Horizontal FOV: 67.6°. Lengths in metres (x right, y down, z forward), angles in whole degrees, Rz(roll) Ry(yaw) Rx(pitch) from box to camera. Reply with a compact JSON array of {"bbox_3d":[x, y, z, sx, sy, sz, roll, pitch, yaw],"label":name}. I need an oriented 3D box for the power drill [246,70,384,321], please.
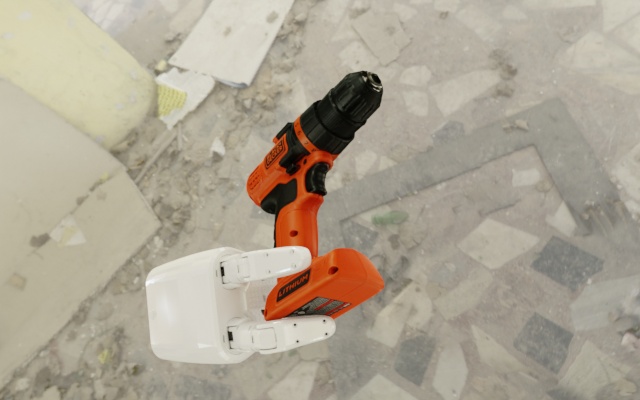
[{"bbox_3d":[0.000,0.002,0.414,0.057,0.187,0.184,19,-44,-31],"label":"power drill"}]
